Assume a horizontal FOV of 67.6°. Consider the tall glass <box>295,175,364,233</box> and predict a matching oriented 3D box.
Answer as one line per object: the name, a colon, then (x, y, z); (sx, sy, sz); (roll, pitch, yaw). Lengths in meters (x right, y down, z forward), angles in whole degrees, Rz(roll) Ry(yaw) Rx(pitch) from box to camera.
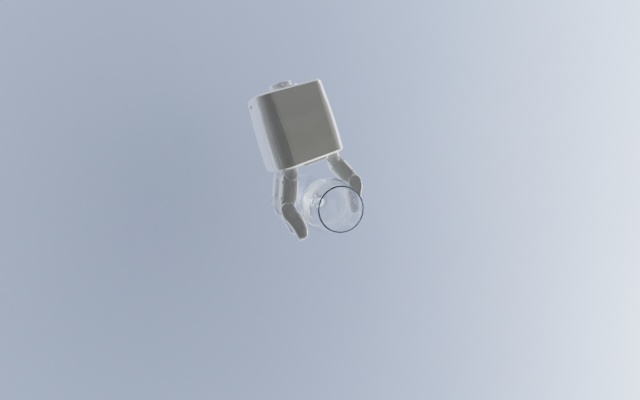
tall glass: (0.000, 0.002, 0.706); (0.079, 0.079, 0.201); (0, 6, -16)
